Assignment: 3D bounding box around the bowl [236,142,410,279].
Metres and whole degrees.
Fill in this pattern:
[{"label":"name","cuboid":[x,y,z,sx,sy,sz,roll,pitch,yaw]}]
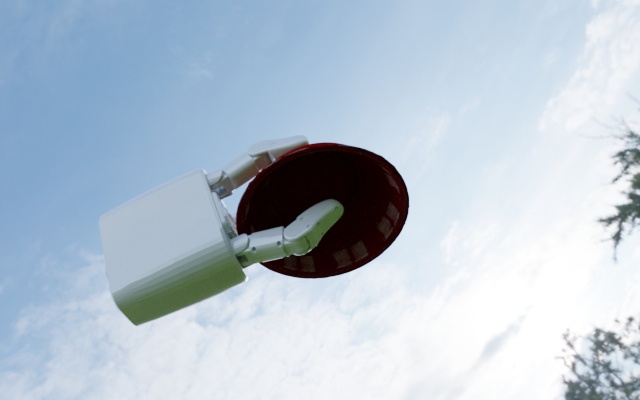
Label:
[{"label":"bowl","cuboid":[0.001,0.001,0.459,0.162,0.162,0.055,0,39,-11]}]
